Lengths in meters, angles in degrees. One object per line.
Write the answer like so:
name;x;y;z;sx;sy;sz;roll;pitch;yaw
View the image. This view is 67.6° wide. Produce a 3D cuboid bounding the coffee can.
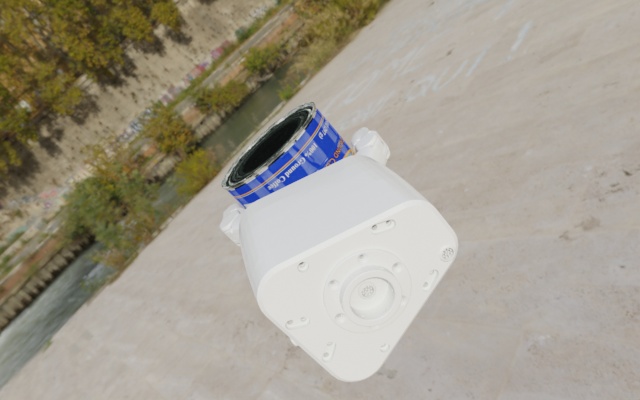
coffee can;0.000;0.001;0.417;0.140;0.102;0.103;47;-21;-21
